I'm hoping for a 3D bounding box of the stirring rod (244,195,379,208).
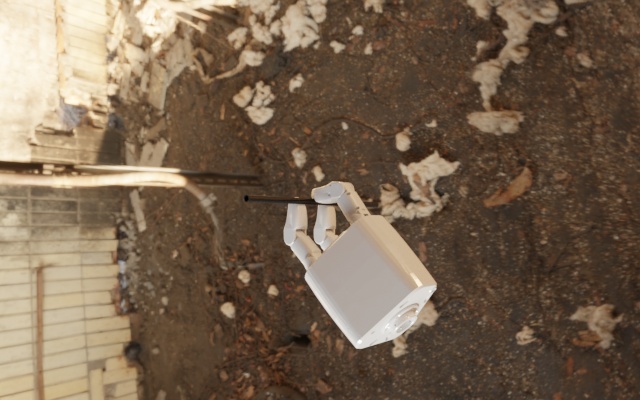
[{"bbox_3d":[0.000,0.002,0.618,0.011,0.011,0.239,0,-2,43],"label":"stirring rod"}]
